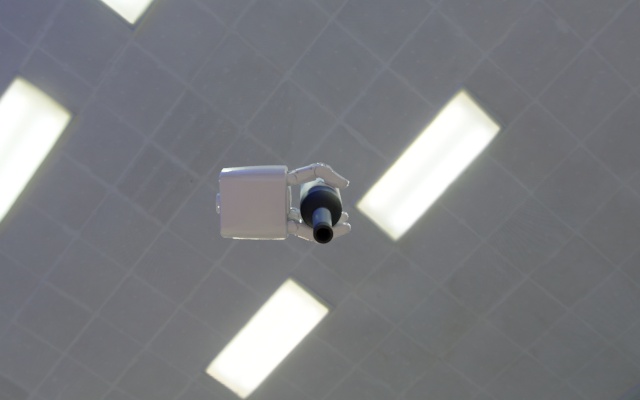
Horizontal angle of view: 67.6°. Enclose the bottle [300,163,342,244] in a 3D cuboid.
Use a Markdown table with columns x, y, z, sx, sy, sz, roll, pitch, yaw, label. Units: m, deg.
| x | y | z | sx | sy | sz | roll | pitch | yaw | label |
| --- | --- | --- | --- | --- | --- | --- | --- | --- | --- |
| 0.000 | 0.002 | 0.778 | 0.069 | 0.069 | 0.295 | 0 | 17 | -1 | bottle |
